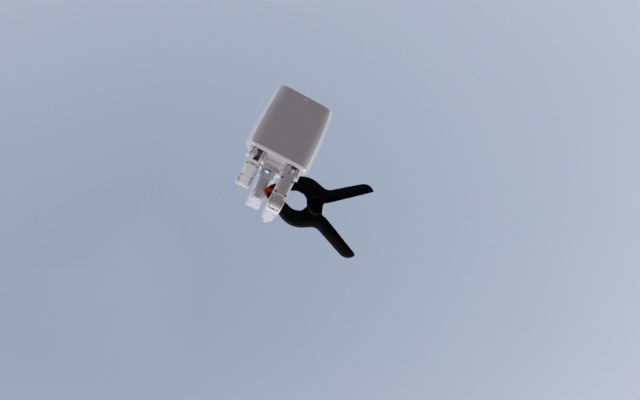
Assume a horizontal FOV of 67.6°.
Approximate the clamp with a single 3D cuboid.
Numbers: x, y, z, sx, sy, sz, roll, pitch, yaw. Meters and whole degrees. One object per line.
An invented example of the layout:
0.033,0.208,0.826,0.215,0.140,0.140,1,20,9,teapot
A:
0.000,0.003,0.743,0.171,0.120,0.039,28,-16,-13,clamp
